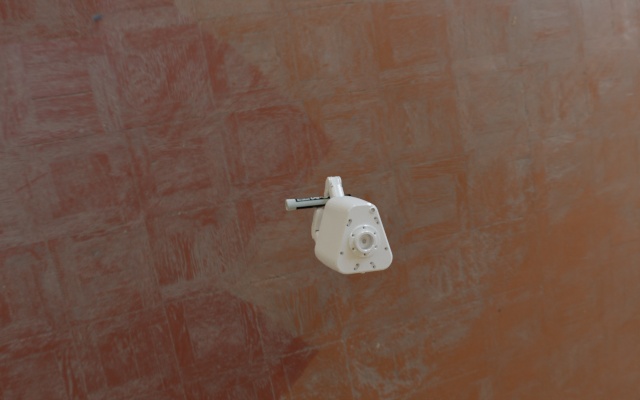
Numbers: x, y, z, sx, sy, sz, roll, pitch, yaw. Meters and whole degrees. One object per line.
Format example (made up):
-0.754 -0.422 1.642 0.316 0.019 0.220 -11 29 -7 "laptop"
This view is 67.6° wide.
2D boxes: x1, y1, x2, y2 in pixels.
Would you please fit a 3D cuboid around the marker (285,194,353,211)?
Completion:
0.000 0.003 0.828 0.121 0.020 0.020 -5 1 -15 "marker"
